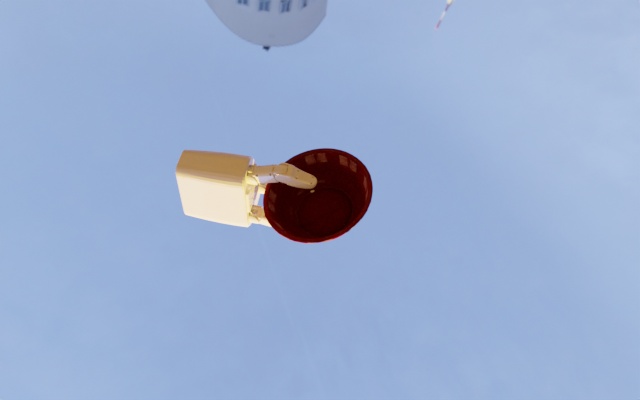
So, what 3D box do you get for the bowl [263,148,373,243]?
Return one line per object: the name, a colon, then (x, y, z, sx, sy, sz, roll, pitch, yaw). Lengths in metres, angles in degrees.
bowl: (0.001, 0.003, 0.702, 0.162, 0.162, 0.055, 0, -32, 15)
